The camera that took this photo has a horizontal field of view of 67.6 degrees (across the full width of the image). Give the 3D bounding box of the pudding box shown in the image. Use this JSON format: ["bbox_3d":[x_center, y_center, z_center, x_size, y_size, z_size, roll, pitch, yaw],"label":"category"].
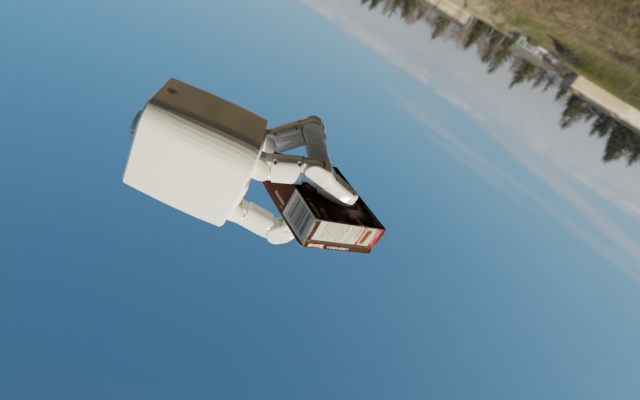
[{"bbox_3d":[0.000,0.002,0.483,0.090,0.039,0.113,9,35,-38],"label":"pudding box"}]
